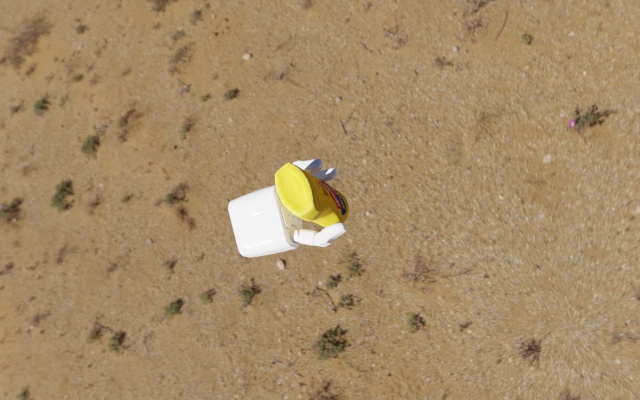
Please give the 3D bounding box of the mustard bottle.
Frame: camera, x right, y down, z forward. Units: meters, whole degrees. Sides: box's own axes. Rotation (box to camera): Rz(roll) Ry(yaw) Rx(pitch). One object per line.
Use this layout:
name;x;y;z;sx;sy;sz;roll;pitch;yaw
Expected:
mustard bottle;0.000;0.002;0.828;0.058;0.096;0.192;-39;-28;14
